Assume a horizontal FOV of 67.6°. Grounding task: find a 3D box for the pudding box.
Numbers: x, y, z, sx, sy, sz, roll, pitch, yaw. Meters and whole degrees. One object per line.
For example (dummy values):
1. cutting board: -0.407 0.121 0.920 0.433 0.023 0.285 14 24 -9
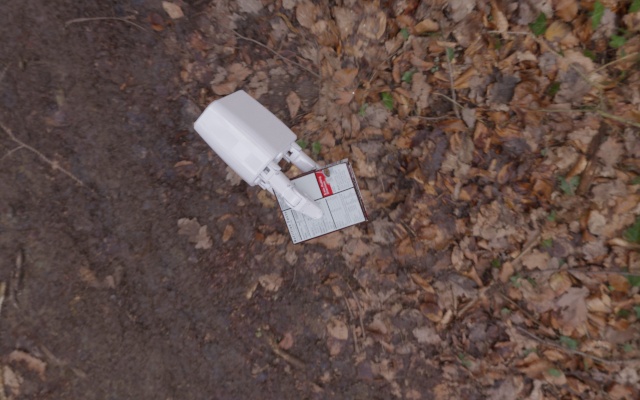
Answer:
1. pudding box: 0.000 0.002 0.661 0.113 0.090 0.039 -18 7 10
